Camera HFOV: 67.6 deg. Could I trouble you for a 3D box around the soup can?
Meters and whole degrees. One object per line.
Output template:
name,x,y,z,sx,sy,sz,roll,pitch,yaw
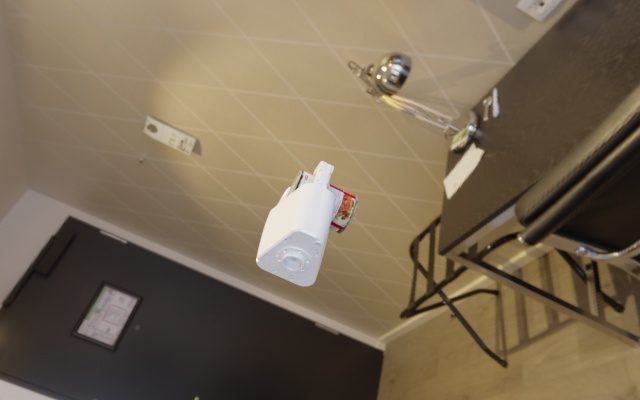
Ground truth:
soup can,0.000,0.002,0.777,0.102,0.068,0.068,25,-5,-10
